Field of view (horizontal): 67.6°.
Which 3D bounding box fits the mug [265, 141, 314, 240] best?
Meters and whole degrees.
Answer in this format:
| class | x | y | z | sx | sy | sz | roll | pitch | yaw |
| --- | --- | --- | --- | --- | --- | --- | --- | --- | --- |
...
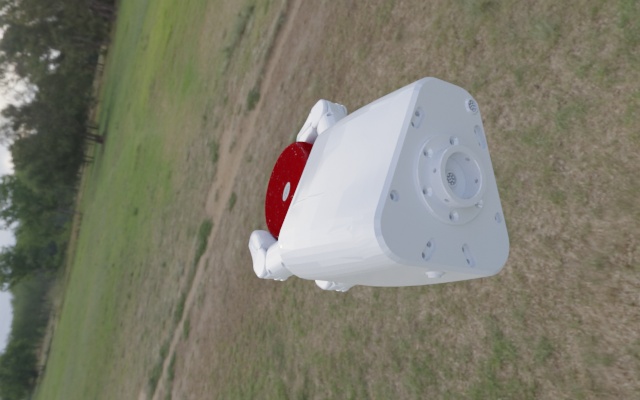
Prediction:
| class | x | y | z | sx | sy | sz | roll | pitch | yaw |
| --- | --- | --- | --- | --- | --- | --- | --- | --- | --- |
| mug | -0.001 | 0.001 | 0.406 | 0.081 | 0.093 | 0.117 | 13 | -17 | -27 |
